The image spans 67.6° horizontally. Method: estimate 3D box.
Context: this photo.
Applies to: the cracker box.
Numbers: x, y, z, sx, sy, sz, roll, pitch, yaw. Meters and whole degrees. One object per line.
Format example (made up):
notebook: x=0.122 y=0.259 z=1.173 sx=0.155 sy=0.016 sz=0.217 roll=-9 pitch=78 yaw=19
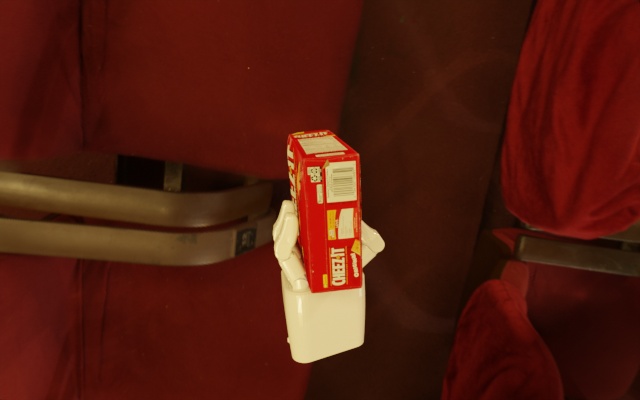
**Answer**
cracker box: x=0.000 y=0.002 z=0.637 sx=0.072 sy=0.164 sz=0.213 roll=-5 pitch=16 yaw=-7
